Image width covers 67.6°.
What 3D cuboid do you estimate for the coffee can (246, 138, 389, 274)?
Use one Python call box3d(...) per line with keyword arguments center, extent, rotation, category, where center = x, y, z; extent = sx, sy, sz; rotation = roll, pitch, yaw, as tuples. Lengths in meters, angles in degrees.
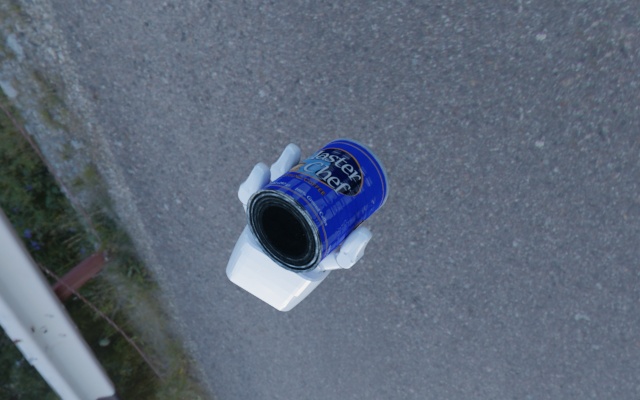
box3d(center=(0.000, 0.002, 0.546), extent=(0.103, 0.103, 0.140), rotation=(0, 27, 41), category="coffee can")
